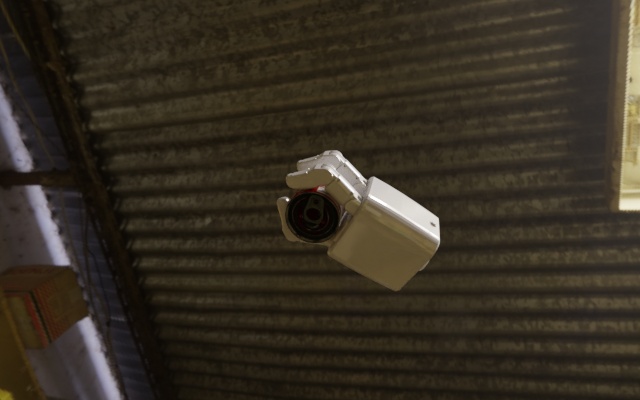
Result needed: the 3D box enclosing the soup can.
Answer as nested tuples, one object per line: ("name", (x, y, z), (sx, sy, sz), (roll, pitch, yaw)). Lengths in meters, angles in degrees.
("soup can", (0.000, 0.002, 0.620), (0.068, 0.068, 0.102), (0, 23, 13))
